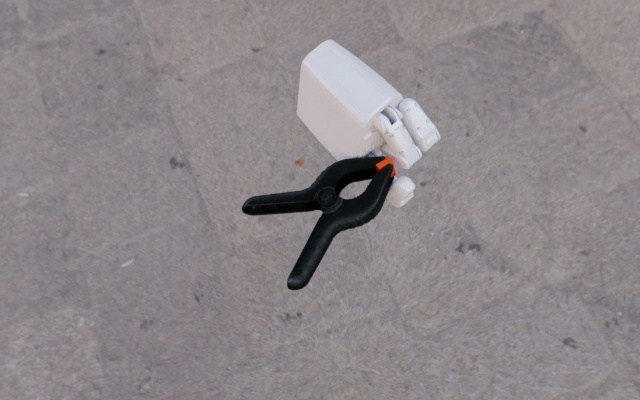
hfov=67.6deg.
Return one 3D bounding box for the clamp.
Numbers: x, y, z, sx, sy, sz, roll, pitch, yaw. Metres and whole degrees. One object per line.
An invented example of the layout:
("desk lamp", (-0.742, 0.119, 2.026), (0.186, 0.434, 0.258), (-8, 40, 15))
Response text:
("clamp", (0.000, 0.001, 0.514), (0.171, 0.120, 0.039), (-39, -22, -11))
